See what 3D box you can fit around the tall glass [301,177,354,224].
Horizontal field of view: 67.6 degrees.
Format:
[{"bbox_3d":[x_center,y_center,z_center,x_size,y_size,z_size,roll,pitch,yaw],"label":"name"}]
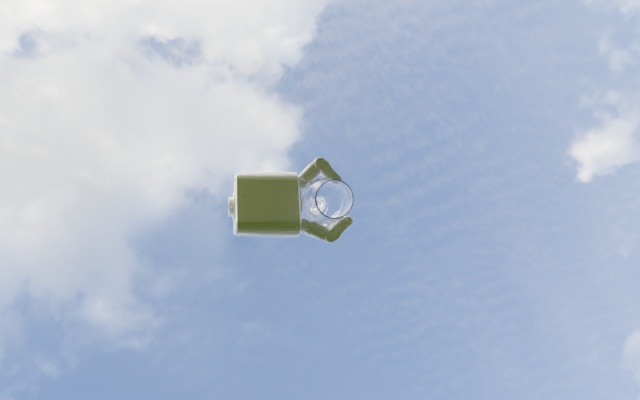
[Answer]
[{"bbox_3d":[0.000,0.003,0.831,0.079,0.079,0.201,0,-3,-13],"label":"tall glass"}]
